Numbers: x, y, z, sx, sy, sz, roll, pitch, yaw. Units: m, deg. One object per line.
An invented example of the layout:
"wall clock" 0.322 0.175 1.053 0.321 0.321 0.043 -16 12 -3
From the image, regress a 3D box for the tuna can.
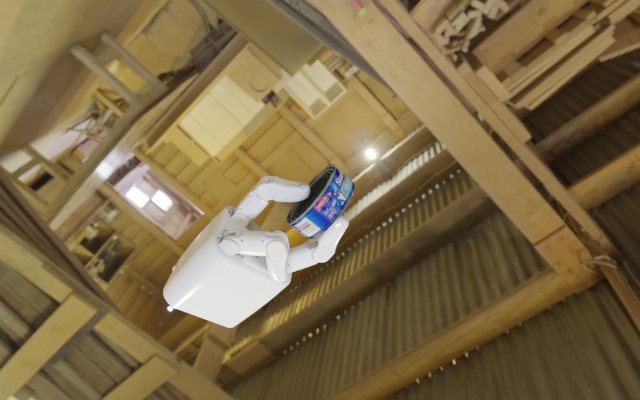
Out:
"tuna can" 0.001 0.002 0.550 0.034 0.086 0.086 39 -11 -13
